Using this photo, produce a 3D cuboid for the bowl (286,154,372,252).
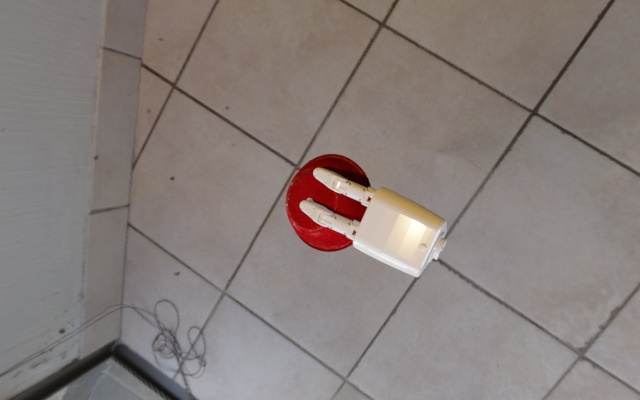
[{"bbox_3d":[-0.001,0.002,0.763,0.162,0.162,0.055,0,-3,32],"label":"bowl"}]
